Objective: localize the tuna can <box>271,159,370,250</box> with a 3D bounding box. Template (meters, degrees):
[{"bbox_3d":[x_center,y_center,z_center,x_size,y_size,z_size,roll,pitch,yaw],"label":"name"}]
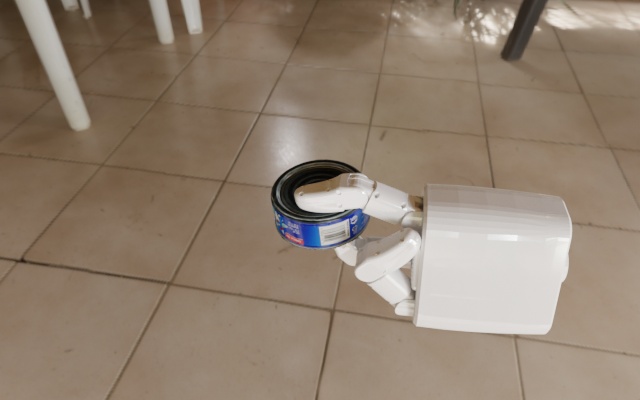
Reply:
[{"bbox_3d":[0.000,0.001,0.418,0.086,0.034,0.086,-4,41,4],"label":"tuna can"}]
